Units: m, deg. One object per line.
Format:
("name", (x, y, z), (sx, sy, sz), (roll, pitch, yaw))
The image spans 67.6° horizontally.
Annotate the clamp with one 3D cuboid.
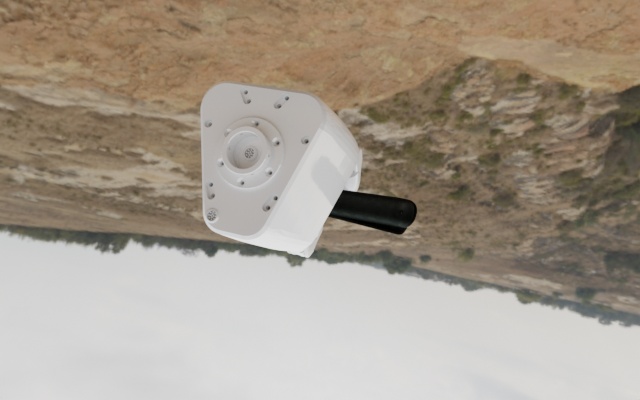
("clamp", (-0.001, 0.002, 0.502), (0.210, 0.036, 0.164), (12, -6, 16))
